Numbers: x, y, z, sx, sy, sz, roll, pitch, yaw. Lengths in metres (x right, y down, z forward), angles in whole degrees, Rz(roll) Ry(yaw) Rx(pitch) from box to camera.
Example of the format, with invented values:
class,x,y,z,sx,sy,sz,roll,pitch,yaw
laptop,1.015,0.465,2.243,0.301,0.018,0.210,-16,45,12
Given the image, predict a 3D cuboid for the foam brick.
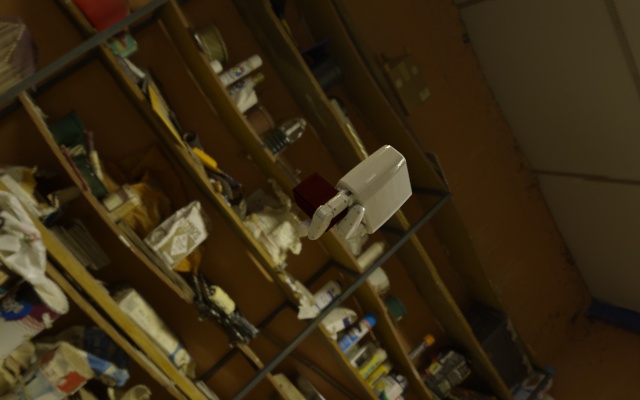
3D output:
class,x,y,z,sx,sy,sz,roll,pitch,yaw
foam brick,0.000,0.002,0.787,0.078,0.051,0.053,42,-17,23
